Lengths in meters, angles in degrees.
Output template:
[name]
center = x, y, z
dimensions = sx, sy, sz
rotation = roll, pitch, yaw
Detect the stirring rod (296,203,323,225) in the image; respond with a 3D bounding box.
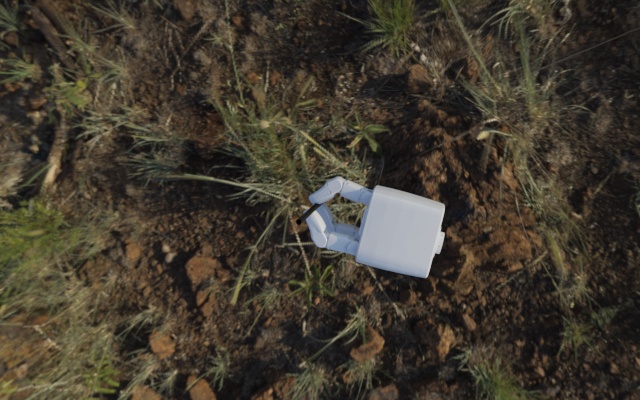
[stirring rod]
center = 0.000, 0.002, 0.744
dimensions = 0.011, 0.011, 0.239
rotation = 0, 13, 14
